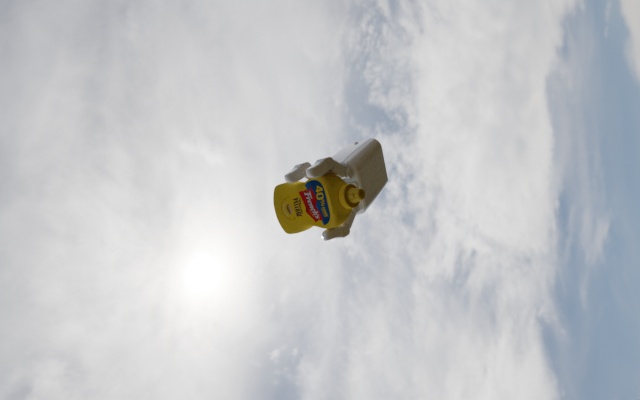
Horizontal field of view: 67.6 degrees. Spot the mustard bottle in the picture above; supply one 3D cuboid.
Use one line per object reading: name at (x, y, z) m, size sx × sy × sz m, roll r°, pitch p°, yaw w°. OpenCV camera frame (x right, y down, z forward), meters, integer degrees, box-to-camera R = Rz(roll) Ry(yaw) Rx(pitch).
mustard bottle at (0.000, 0.003, 0.833) m, size 0.191 × 0.096 × 0.058 m, roll -11°, pitch 2°, yaw 44°
